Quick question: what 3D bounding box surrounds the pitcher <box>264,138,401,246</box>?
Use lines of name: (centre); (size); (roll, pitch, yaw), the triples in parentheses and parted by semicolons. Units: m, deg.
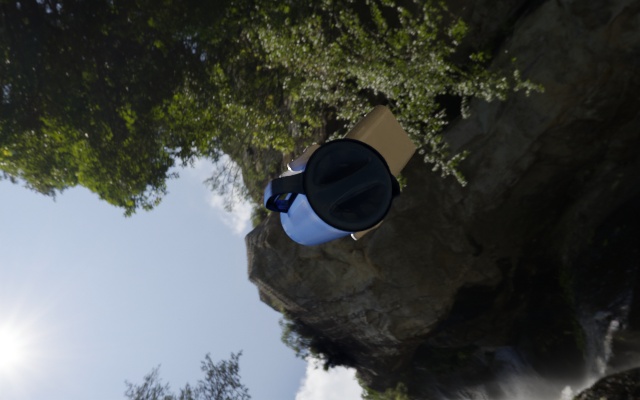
pitcher: (0.000, 0.002, 0.757); (0.149, 0.145, 0.243); (43, -21, -3)
